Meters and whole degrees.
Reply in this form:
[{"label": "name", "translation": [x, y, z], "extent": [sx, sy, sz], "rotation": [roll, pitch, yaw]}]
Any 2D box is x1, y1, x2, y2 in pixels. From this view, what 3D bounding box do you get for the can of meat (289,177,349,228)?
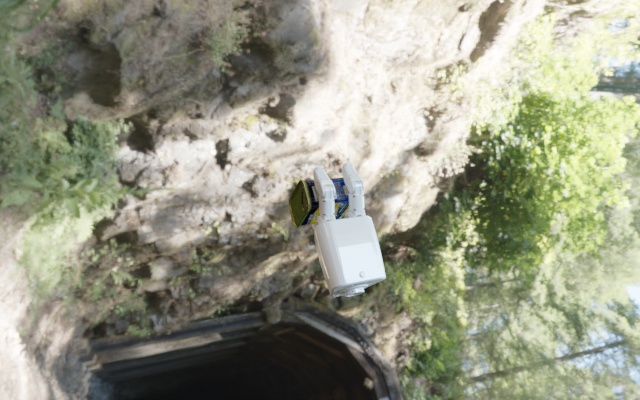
[{"label": "can of meat", "translation": [0.000, 0.003, 0.825], "extent": [0.084, 0.057, 0.102], "rotation": [-7, -24, -21]}]
